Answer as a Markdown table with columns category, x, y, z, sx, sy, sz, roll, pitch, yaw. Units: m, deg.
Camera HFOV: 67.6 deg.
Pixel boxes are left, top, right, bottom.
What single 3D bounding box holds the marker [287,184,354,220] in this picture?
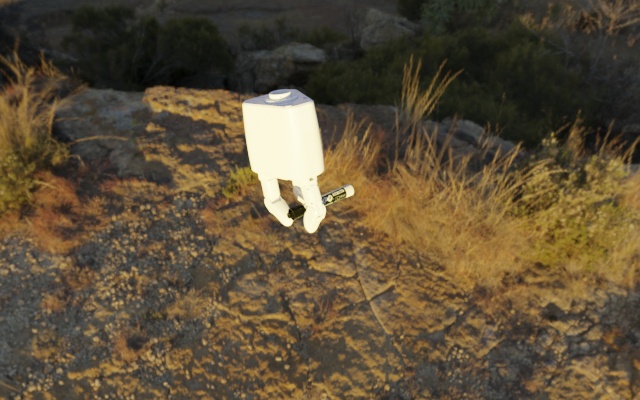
| category | x | y | z | sx | sy | sz | roll | pitch | yaw |
| --- | --- | --- | --- | --- | --- | --- | --- | --- | --- |
| marker | 0.000 | 0.002 | 0.741 | 0.121 | 0.020 | 0.020 | -23 | 12 | -29 |
